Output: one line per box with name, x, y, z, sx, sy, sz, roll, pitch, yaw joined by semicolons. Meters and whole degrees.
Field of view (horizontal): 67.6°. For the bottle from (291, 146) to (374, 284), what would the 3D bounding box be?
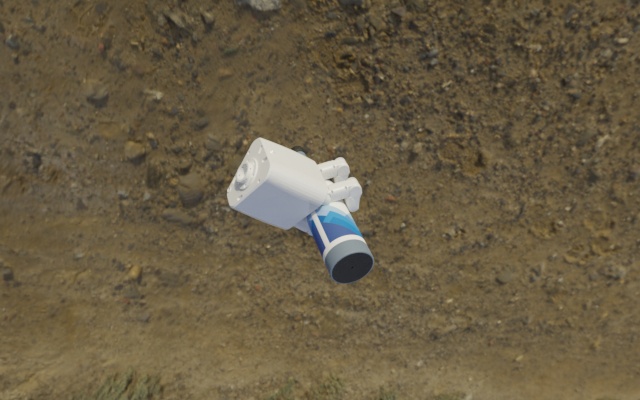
bottle;0.000;0.003;0.775;0.069;0.069;0.295;0;39;-23
